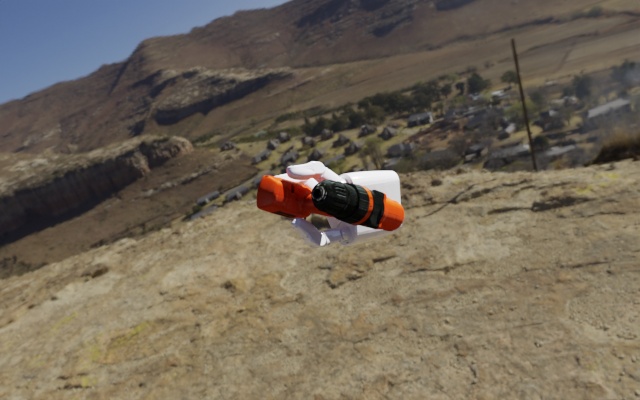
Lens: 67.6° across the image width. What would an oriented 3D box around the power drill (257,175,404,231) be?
[{"bbox_3d":[0.000,0.002,0.668,0.187,0.057,0.184,9,-7,39],"label":"power drill"}]
